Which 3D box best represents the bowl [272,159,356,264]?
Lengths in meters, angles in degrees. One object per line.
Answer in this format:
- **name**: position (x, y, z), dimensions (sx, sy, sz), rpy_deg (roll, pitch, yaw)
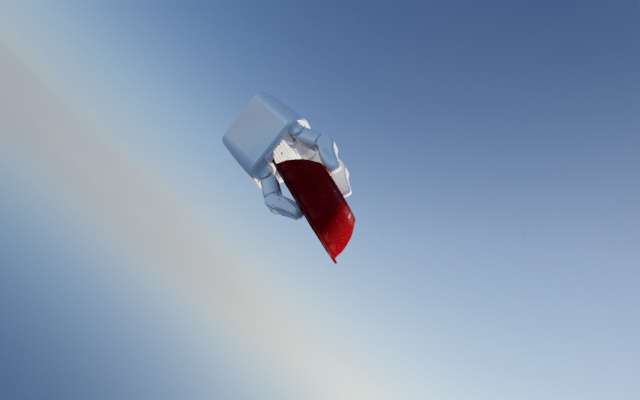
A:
- **bowl**: position (0.001, 0.003, 0.634), dimensions (0.055, 0.162, 0.162), rpy_deg (-31, 1, -1)
